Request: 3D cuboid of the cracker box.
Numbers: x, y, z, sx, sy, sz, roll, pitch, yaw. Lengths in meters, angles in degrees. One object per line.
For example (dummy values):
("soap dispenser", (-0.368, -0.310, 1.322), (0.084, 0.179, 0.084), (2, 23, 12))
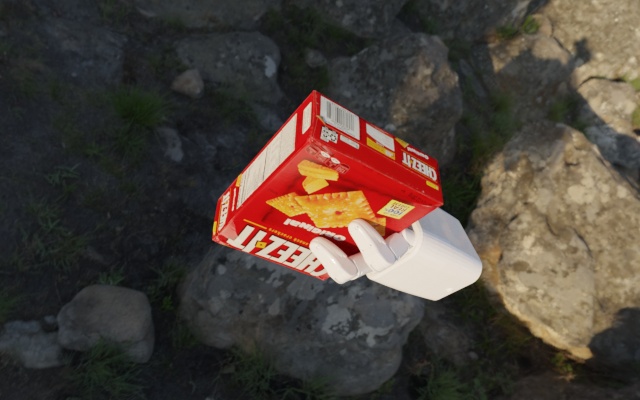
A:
("cracker box", (0.000, 0.002, 0.532), (0.164, 0.072, 0.214), (24, -43, -25))
